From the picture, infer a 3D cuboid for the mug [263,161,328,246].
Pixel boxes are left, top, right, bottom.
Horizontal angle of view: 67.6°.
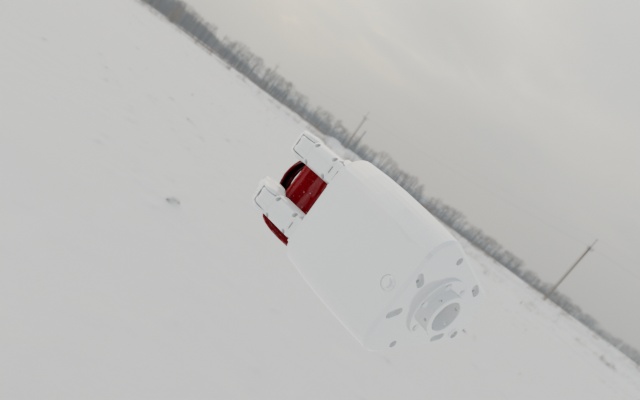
[{"bbox_3d":[0.000,0.001,0.460,0.093,0.081,0.117,28,13,-45],"label":"mug"}]
